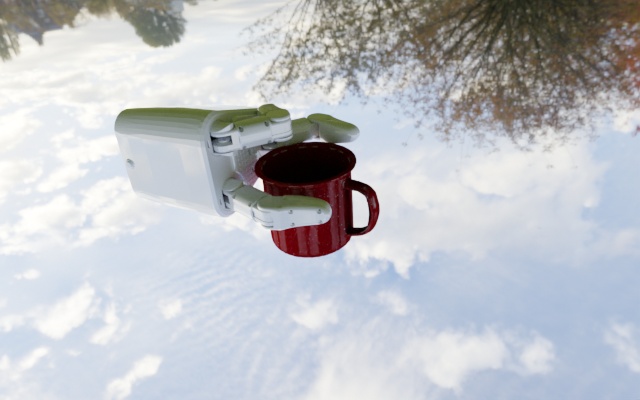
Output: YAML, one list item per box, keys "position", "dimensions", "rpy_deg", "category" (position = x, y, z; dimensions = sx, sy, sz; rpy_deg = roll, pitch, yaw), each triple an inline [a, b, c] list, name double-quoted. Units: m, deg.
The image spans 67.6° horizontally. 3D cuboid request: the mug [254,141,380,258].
- position: [0.001, 0.002, 0.445]
  dimensions: [0.117, 0.081, 0.093]
  rpy_deg: [10, 33, 25]
  category: "mug"
